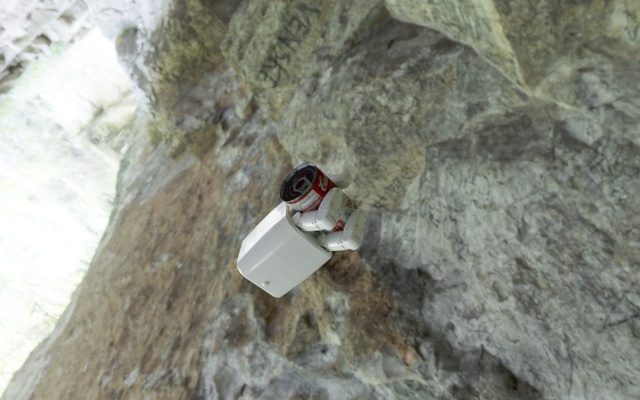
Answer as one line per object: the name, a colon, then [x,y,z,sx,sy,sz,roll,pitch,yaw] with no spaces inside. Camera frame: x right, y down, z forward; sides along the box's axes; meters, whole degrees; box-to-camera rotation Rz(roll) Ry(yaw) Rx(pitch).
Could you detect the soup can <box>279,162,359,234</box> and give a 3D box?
soup can: [0.001,0.002,0.687,0.068,0.068,0.102,0,-34,50]
